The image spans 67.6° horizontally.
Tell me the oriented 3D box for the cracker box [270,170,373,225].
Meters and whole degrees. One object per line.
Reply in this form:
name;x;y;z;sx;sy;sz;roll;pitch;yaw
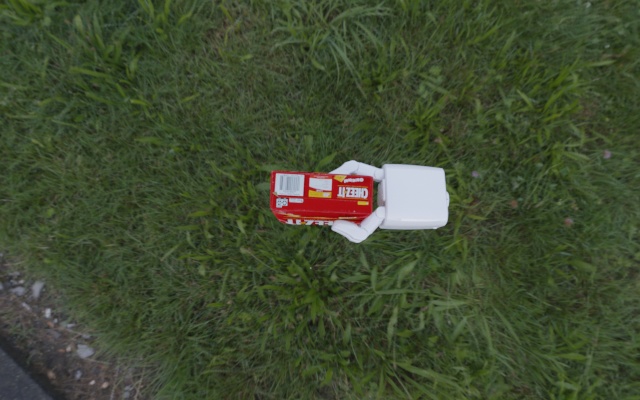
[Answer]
cracker box;0.000;0.003;0.851;0.164;0.072;0.214;3;-8;-1
